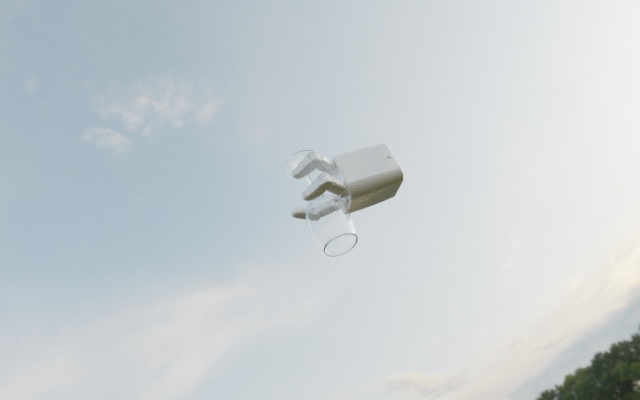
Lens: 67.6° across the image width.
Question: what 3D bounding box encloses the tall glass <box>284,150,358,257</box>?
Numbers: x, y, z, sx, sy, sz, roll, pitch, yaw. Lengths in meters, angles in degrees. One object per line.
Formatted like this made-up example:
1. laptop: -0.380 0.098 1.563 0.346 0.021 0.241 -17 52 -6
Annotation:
1. tall glass: 0.000 0.002 0.858 0.079 0.201 0.079 -16 -37 -12
